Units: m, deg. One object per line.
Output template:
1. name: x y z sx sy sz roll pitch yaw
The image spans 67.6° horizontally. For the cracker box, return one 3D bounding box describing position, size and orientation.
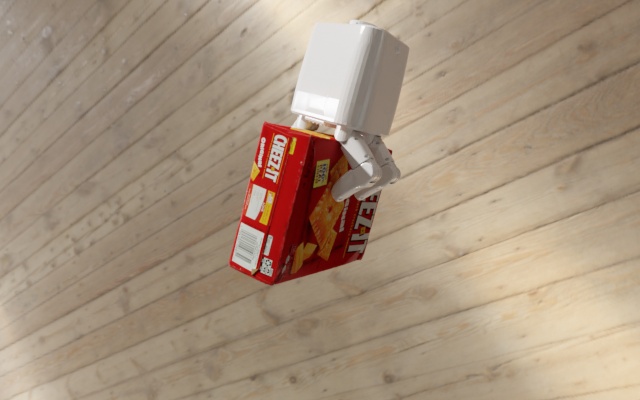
1. cracker box: 0.000 0.002 0.578 0.072 0.164 0.213 21 12 29
